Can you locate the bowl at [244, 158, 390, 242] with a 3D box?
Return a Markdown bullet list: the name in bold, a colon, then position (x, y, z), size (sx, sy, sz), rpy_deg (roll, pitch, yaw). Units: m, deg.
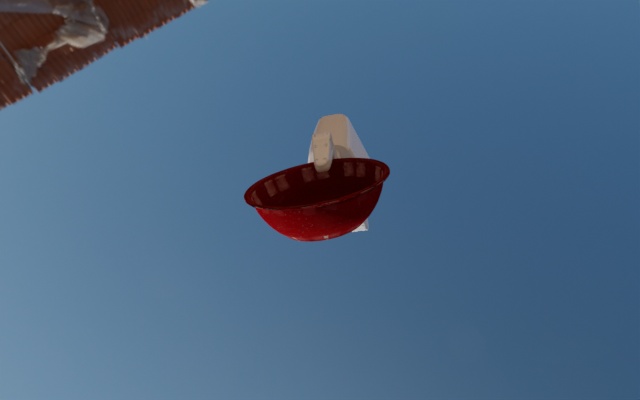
- **bowl**: position (0.000, 0.003, 0.530), size (0.162, 0.055, 0.162), rpy_deg (-10, 19, 3)
